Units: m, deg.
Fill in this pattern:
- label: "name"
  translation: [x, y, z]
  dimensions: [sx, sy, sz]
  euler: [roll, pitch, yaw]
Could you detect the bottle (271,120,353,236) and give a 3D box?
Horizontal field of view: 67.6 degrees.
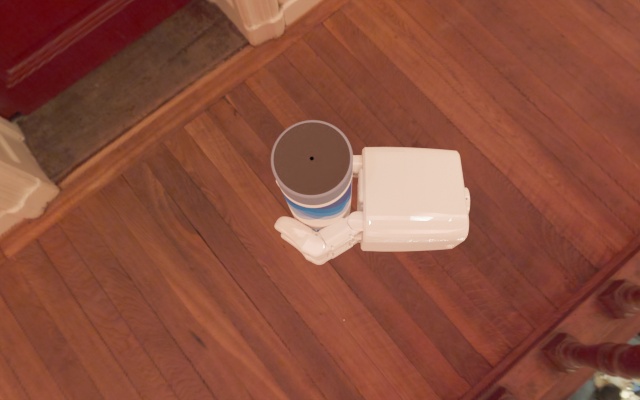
- label: "bottle"
  translation: [0.000, 0.002, 0.525]
  dimensions: [0.069, 0.069, 0.296]
  euler: [0, -14, 3]
